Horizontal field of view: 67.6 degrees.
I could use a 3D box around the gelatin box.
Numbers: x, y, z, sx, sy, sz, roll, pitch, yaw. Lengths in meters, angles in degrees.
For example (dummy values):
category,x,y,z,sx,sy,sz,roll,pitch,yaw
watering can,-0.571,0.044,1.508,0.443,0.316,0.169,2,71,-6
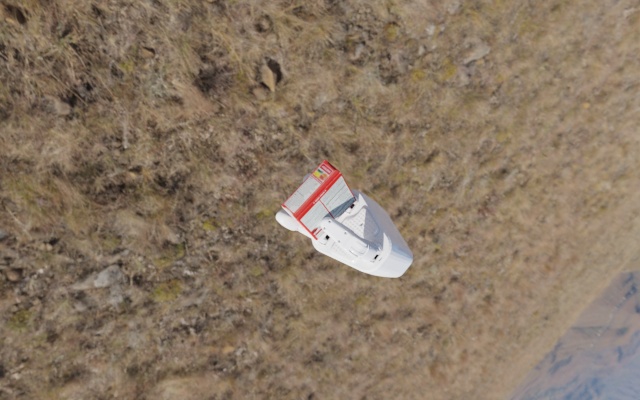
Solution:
category,x,y,z,sx,sy,sz,roll,pitch,yaw
gelatin box,0.000,0.002,0.567,0.030,0.073,0.089,41,-5,26
